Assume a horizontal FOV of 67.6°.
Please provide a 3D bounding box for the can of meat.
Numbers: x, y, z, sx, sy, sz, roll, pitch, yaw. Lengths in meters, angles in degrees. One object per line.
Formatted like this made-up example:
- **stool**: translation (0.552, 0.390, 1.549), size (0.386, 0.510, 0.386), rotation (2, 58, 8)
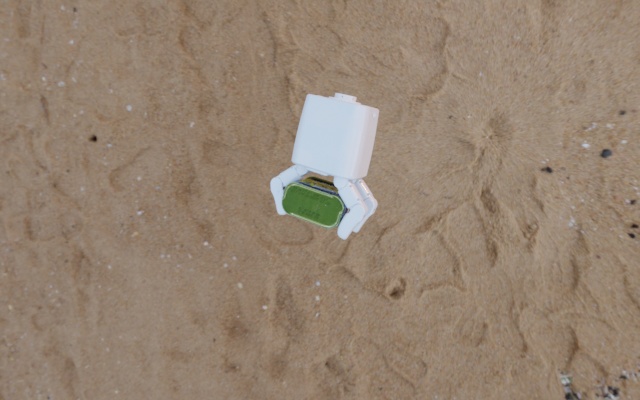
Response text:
- **can of meat**: translation (0.000, 0.002, 0.739), size (0.102, 0.057, 0.084), rotation (19, 13, 16)
